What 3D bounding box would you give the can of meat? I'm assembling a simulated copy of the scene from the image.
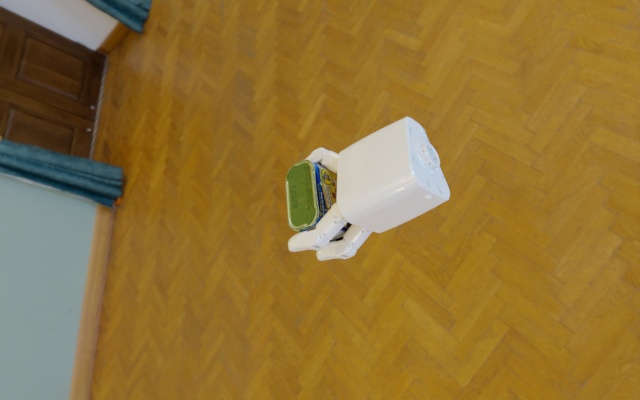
[{"bbox_3d":[0.000,0.002,0.656,0.057,0.102,0.084,-24,-30,34],"label":"can of meat"}]
